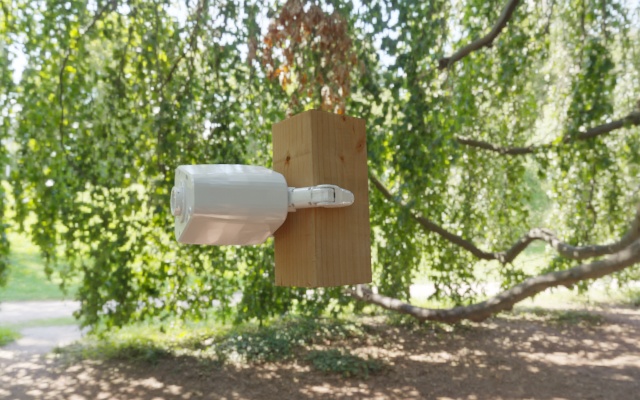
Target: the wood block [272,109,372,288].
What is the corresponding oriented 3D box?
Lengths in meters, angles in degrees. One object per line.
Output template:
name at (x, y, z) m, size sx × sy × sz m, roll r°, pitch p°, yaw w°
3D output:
wood block at (0.000, 0.002, 0.600) m, size 0.090 × 0.206 × 0.091 m, roll 3°, pitch -7°, yaw -39°
